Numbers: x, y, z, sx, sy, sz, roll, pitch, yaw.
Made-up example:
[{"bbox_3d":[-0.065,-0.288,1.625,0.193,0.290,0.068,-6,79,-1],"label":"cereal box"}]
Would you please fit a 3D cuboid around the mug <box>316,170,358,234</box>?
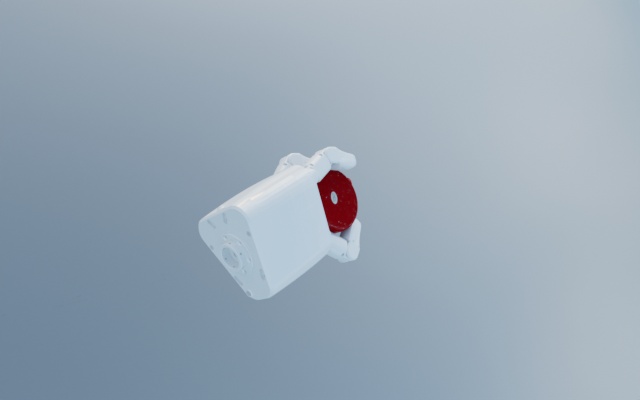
[{"bbox_3d":[0.001,0.001,0.620,0.081,0.093,0.117,-20,12,45],"label":"mug"}]
